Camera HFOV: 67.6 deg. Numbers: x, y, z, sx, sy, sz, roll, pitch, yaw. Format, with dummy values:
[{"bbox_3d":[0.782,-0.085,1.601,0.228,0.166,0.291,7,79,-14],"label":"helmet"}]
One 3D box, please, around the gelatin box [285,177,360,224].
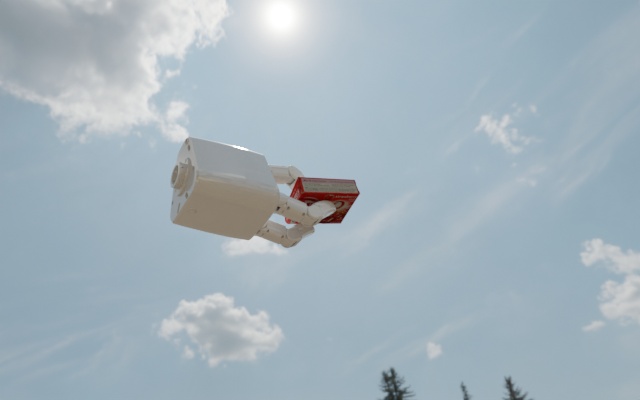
[{"bbox_3d":[0.000,0.002,0.672,0.089,0.030,0.073,1,-38,-24],"label":"gelatin box"}]
